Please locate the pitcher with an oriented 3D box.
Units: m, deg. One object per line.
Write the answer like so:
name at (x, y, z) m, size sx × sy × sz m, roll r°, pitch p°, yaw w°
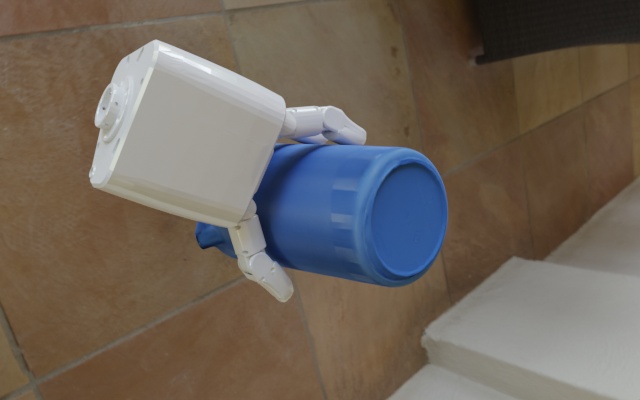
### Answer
pitcher at (0.000, 0.002, 0.457) m, size 0.145 × 0.149 × 0.243 m, roll 22°, pitch -10°, yaw -38°
